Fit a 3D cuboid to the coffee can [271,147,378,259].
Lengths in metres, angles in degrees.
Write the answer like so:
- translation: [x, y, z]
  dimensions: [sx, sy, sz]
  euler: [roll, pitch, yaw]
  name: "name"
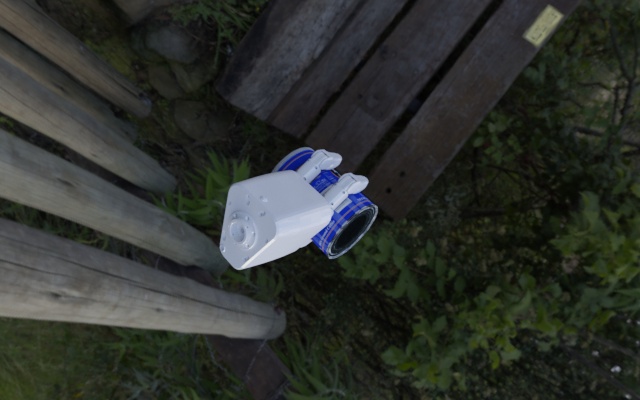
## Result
- translation: [0.000, 0.002, 0.714]
  dimensions: [0.140, 0.103, 0.103]
  euler: [43, 19, 22]
  name: "coffee can"
